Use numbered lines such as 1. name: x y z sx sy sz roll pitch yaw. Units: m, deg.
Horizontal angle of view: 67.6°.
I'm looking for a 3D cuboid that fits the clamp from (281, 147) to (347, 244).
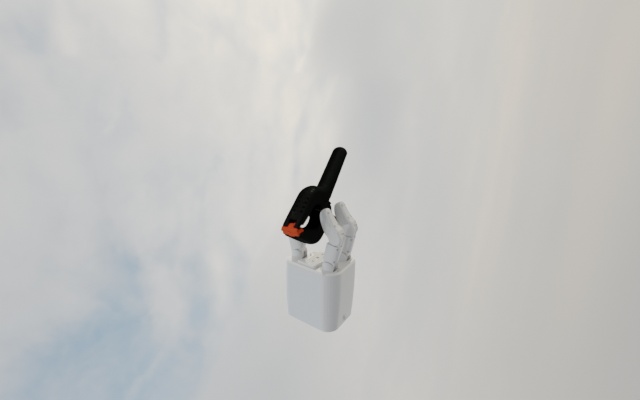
1. clamp: -0.001 0.003 0.785 0.036 0.164 0.210 6 15 26
